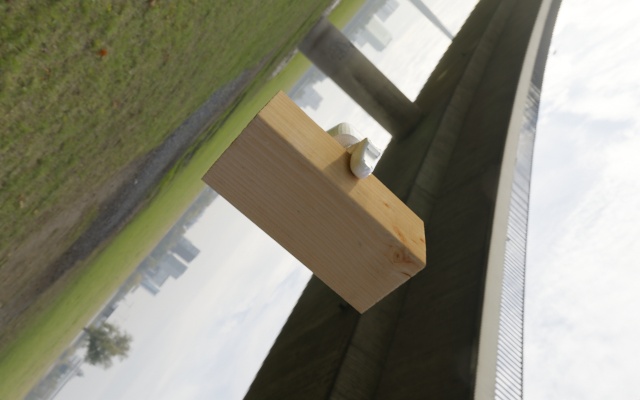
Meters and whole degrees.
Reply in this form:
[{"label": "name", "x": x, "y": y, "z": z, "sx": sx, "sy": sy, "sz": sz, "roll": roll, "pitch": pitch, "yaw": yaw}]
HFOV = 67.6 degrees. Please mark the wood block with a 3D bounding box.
[{"label": "wood block", "x": 0.000, "y": 0.001, "z": 0.477, "sx": 0.091, "sy": 0.206, "sz": 0.090, "roll": -43, "pitch": 12, "yaw": 26}]
